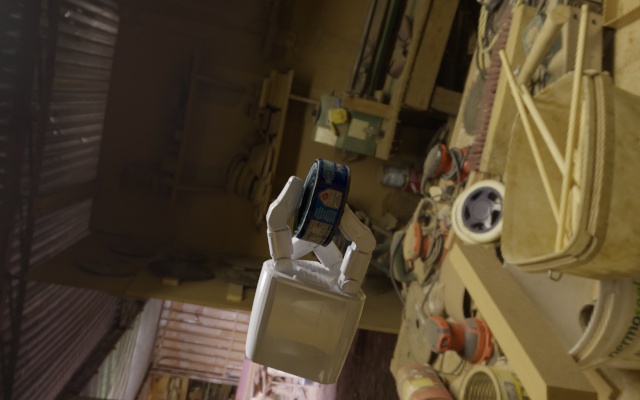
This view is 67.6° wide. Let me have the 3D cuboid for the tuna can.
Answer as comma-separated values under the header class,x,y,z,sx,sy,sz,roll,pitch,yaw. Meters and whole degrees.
class,x,y,z,sx,sy,sz,roll,pitch,yaw
tuna can,0.000,0.001,0.485,0.034,0.086,0.086,17,-3,-10
